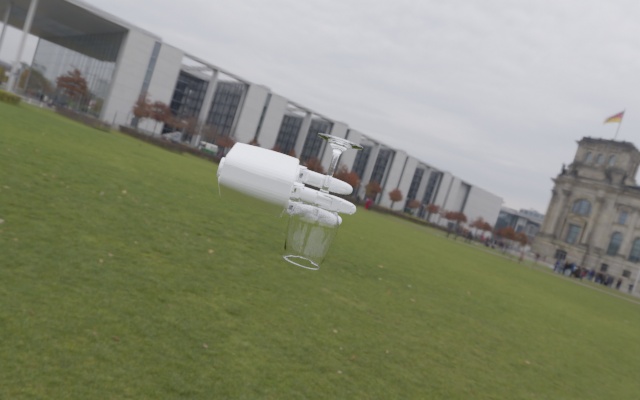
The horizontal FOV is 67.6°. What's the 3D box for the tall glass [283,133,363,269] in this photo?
[{"bbox_3d":[0.000,0.002,0.743,0.079,0.201,0.079,18,2,-1],"label":"tall glass"}]
